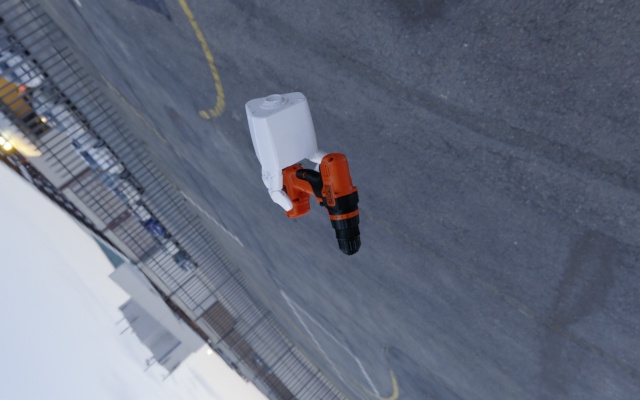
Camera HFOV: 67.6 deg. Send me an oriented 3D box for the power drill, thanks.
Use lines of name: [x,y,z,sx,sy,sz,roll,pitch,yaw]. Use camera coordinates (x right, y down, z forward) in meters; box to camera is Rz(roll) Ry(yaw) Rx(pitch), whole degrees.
power drill: [0.000,0.003,0.887,0.057,0.184,0.187,-18,15,-34]
